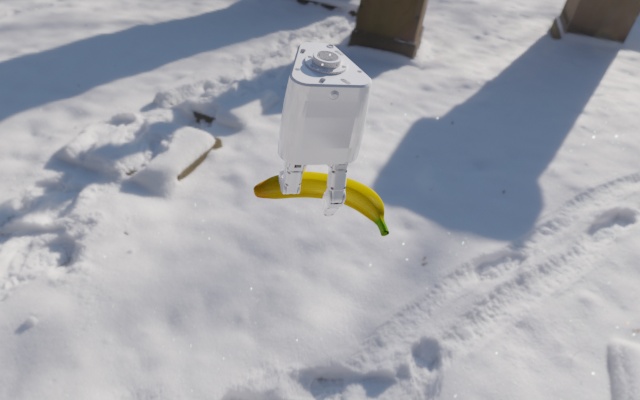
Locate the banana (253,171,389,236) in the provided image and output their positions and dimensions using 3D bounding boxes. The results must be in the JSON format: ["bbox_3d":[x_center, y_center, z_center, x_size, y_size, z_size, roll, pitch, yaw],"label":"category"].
[{"bbox_3d":[0.008,-0.009,0.675,0.198,0.037,0.069,16,45,3],"label":"banana"}]
